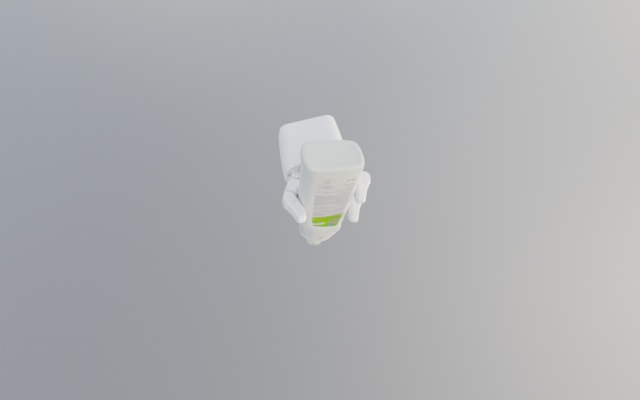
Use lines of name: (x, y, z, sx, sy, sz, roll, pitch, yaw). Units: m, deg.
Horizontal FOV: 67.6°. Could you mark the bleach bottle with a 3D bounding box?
bleach bottle: (0.000, 0.003, 0.831, 0.102, 0.068, 0.251, -4, -35, -15)
